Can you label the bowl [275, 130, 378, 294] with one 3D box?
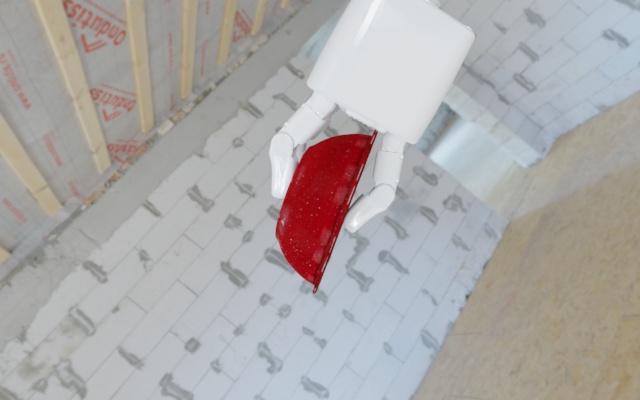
[{"bbox_3d":[-0.001,0.003,0.445,0.055,0.162,0.162,20,1,4],"label":"bowl"}]
